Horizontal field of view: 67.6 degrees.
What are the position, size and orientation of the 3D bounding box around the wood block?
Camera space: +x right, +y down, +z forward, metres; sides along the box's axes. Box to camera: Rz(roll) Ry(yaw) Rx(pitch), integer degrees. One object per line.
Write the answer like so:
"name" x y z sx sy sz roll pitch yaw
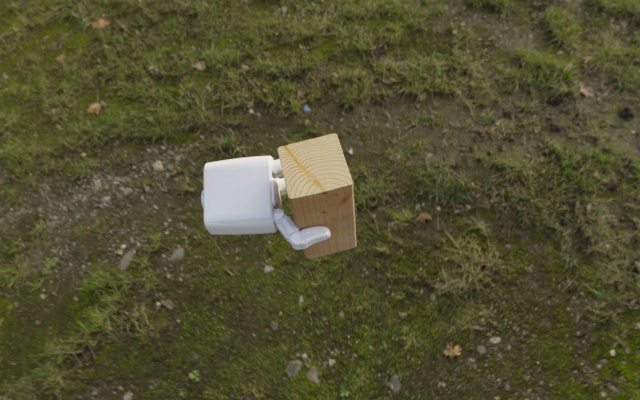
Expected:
"wood block" 0.000 0.003 0.741 0.090 0.090 0.206 -14 -30 -2
